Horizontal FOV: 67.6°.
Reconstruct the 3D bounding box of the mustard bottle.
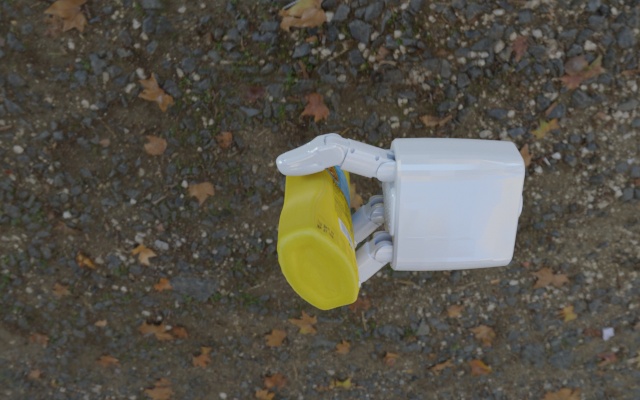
[{"bbox_3d":[0.000,0.002,0.456,0.058,0.096,0.191,-20,35,15],"label":"mustard bottle"}]
